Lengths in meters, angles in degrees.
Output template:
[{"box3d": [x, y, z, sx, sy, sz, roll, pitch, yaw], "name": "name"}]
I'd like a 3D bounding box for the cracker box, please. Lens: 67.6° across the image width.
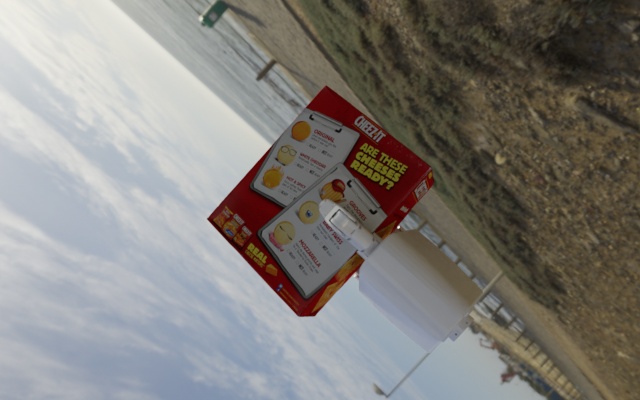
[{"box3d": [0.000, 0.002, 0.558, 0.164, 0.213, 0.072, 42, 1, 21], "name": "cracker box"}]
